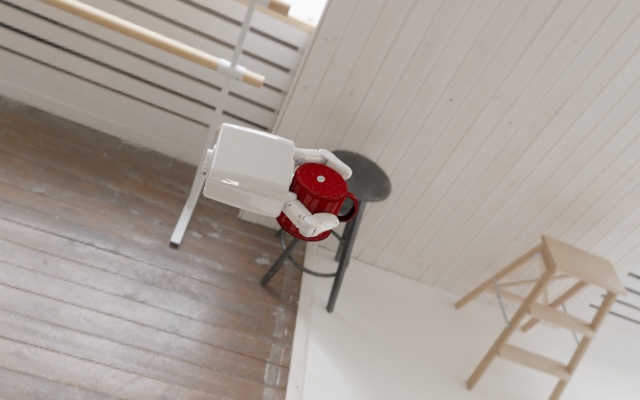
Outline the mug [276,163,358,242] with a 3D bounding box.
[{"bbox_3d":[0.002,0.003,0.701,0.117,0.081,0.093,15,38,-16],"label":"mug"}]
